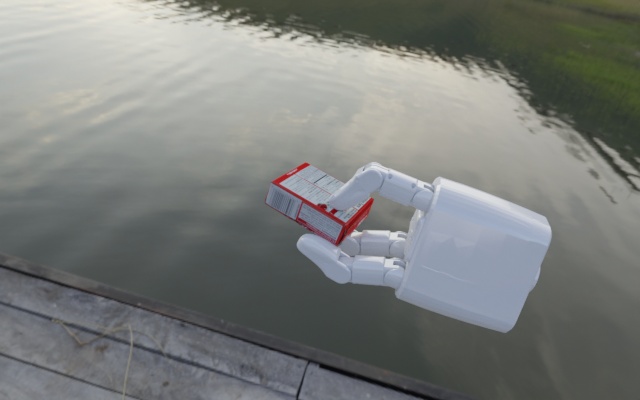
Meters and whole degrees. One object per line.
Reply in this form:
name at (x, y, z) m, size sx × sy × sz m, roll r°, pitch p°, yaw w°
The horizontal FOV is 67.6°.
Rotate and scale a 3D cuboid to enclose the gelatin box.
gelatin box at (0.000, 0.001, 0.485) m, size 0.089 × 0.030 × 0.073 m, roll 30°, pitch 31°, yaw 14°
